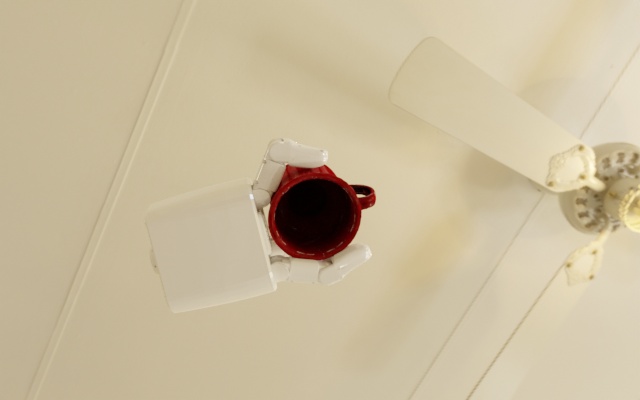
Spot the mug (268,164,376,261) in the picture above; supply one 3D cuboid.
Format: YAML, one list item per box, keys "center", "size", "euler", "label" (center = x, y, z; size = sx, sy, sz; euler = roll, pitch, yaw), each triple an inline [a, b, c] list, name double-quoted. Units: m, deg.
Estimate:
- center: [0.001, 0.001, 0.504]
  size: [0.117, 0.093, 0.081]
  euler: [-13, 21, -5]
  label: "mug"
